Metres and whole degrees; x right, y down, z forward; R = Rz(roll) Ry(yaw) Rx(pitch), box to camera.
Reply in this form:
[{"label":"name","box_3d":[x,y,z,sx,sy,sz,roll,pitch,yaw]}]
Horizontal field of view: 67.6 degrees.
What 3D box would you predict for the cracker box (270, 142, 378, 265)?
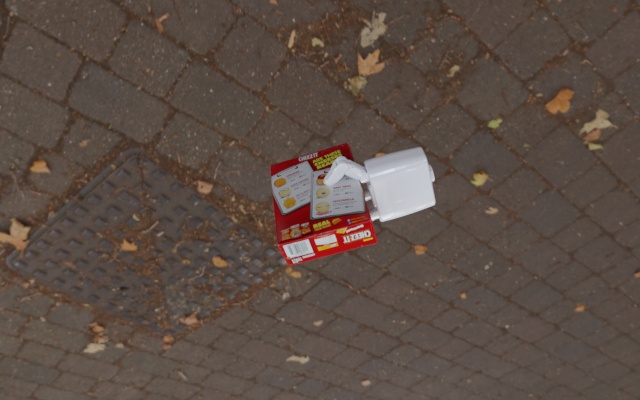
[{"label":"cracker box","box_3d":[0.000,0.003,0.877,0.164,0.072,0.213,-16,44,4]}]
